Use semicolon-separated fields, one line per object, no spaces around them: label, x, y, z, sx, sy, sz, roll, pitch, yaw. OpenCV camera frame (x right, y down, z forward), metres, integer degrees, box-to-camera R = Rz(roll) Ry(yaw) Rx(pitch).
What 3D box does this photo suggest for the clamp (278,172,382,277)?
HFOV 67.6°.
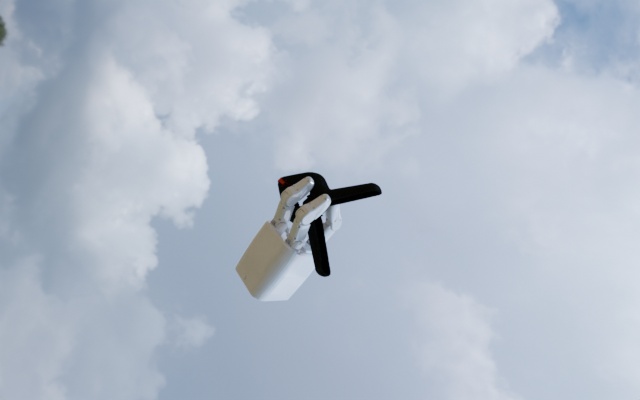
clamp;0.000;0.003;0.791;0.036;0.164;0.210;29;12;-45
